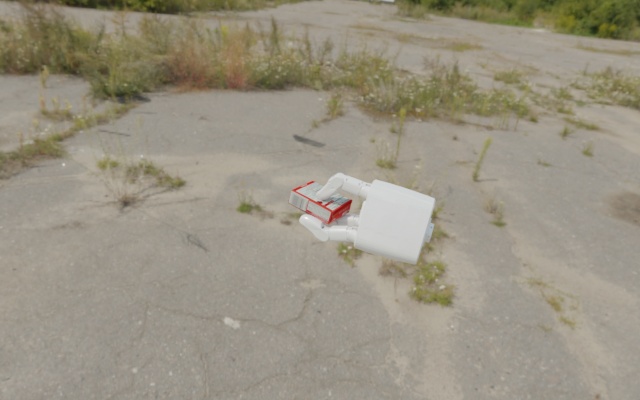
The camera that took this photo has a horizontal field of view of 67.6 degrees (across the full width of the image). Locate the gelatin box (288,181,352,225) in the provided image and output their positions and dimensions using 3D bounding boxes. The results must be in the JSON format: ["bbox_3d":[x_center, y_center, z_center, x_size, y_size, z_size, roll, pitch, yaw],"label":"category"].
[{"bbox_3d":[0.000,0.002,0.837,0.089,0.030,0.073,28,28,21],"label":"gelatin box"}]
